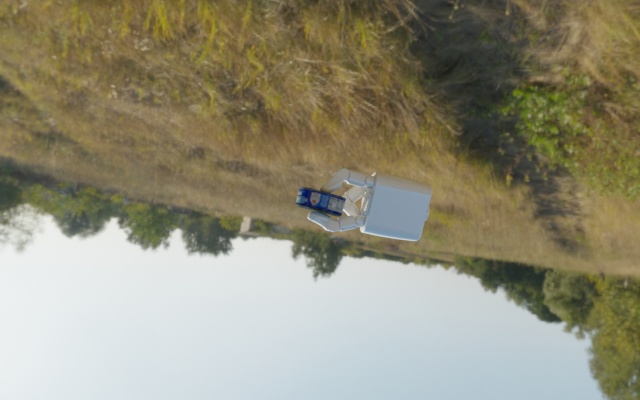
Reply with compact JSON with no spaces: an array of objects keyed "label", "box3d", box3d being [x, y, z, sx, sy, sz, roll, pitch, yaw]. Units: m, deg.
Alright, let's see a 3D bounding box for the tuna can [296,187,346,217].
[{"label":"tuna can","box3d":[0.000,0.003,0.844,0.086,0.034,0.086,14,-4,1]}]
